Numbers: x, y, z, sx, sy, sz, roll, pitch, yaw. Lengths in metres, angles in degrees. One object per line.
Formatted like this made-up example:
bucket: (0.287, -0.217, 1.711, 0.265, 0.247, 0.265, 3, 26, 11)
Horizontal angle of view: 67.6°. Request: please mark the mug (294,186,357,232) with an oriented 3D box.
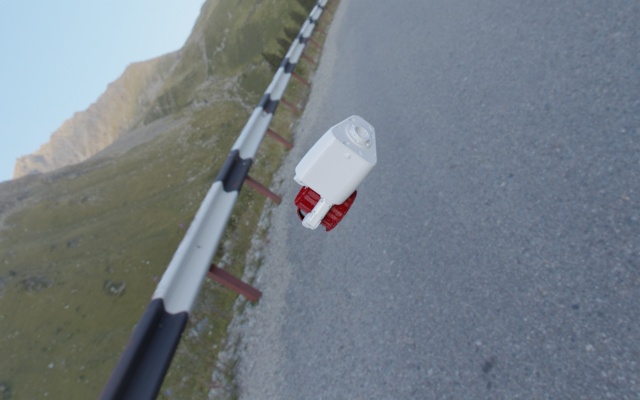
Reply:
mug: (-0.001, 0.004, 0.874, 0.081, 0.117, 0.093, 36, 38, -8)
